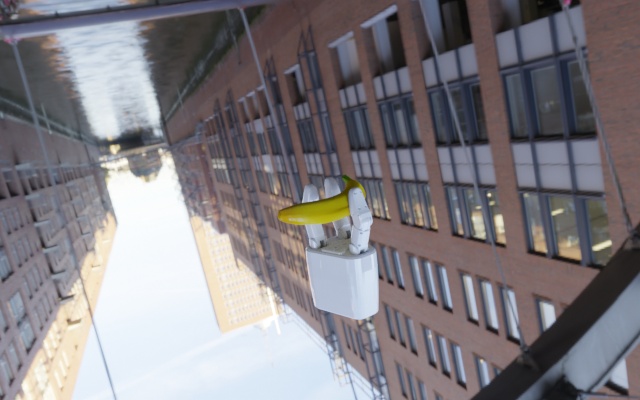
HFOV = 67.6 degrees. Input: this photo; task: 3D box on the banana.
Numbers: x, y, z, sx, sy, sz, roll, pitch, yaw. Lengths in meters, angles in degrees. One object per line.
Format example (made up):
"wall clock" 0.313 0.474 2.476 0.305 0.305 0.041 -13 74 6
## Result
"banana" 0.018 0.005 0.726 0.069 0.037 0.197 12 23 30
